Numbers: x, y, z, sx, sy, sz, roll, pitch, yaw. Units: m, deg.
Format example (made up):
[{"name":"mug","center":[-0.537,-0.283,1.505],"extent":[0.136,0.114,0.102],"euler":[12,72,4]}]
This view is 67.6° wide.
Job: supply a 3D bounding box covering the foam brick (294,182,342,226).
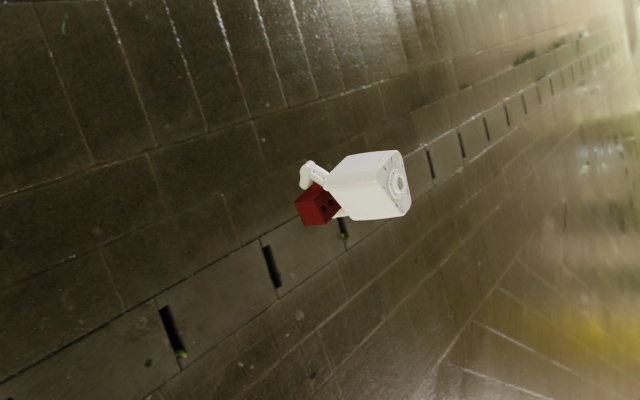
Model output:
[{"name":"foam brick","center":[0.000,0.003,0.867],"extent":[0.051,0.053,0.078],"euler":[-4,31,41]}]
